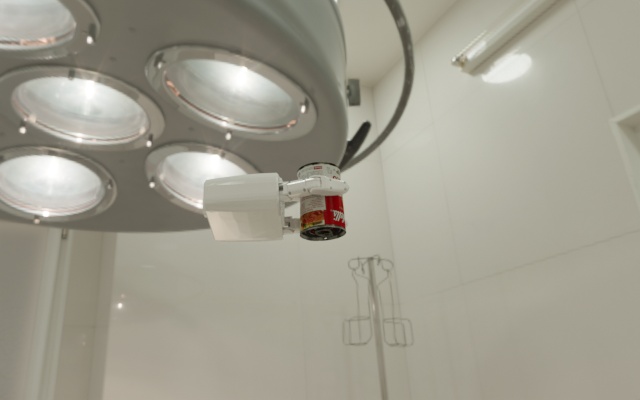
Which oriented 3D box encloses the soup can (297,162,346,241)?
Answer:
[{"bbox_3d":[0.001,0.002,0.711,0.068,0.102,0.068,-4,-21,-1],"label":"soup can"}]
